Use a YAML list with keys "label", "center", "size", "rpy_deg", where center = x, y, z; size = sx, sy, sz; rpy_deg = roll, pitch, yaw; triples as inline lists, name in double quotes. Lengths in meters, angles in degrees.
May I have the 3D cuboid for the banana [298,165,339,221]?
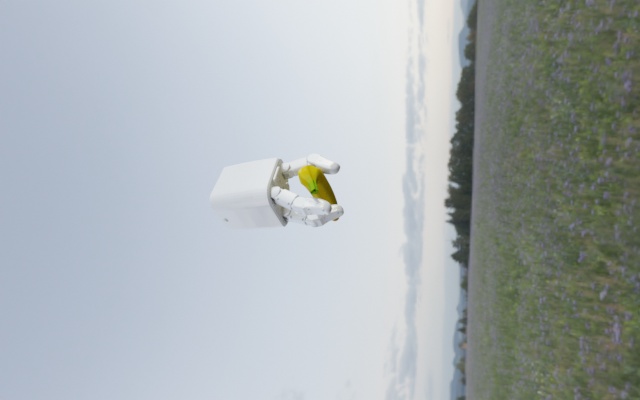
- label: "banana"
  center: [-0.004, -0.016, 0.803]
  size: [0.037, 0.069, 0.198]
  rpy_deg: [-14, -17, 10]
